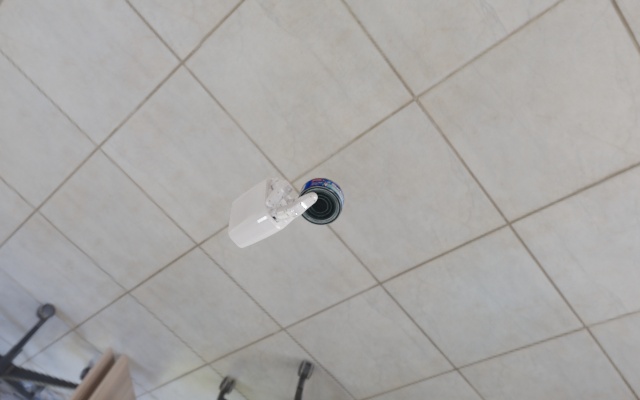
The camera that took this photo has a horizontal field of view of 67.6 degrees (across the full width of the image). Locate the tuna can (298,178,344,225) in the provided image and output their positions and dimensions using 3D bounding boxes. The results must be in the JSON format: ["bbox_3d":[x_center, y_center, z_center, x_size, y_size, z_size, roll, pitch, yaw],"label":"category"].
[{"bbox_3d":[0.000,0.003,0.890,0.086,0.086,0.033,0,29,10],"label":"tuna can"}]
